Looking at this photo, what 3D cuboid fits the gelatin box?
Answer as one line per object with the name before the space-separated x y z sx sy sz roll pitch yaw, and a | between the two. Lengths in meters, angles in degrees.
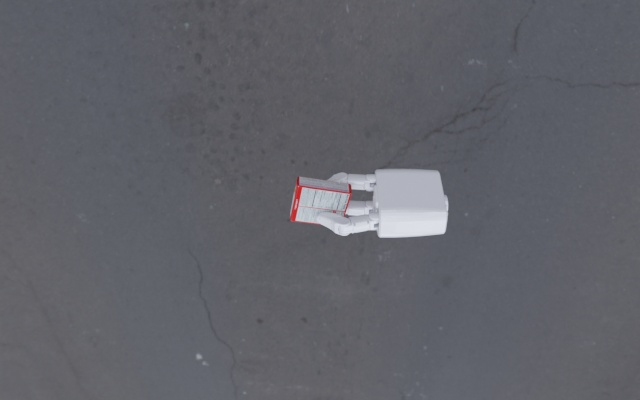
gelatin box | 0.000 0.003 0.771 0.089 0.073 0.030 7 38 -9
